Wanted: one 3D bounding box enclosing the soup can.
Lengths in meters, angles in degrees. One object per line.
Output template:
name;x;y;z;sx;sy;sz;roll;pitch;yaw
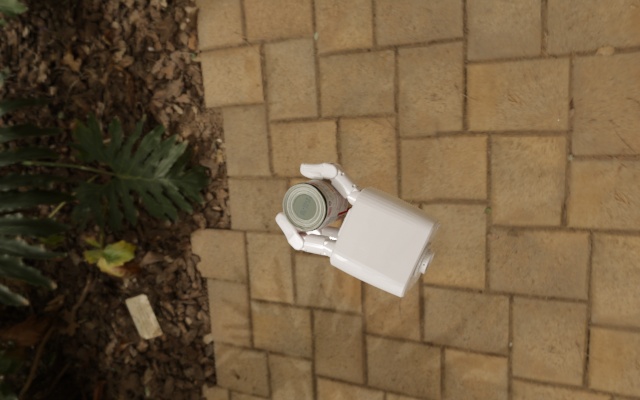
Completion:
soup can;0.000;0.002;0.674;0.068;0.068;0.102;0;9;26
